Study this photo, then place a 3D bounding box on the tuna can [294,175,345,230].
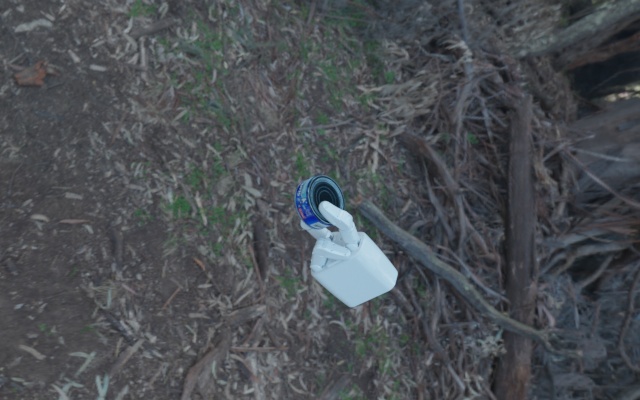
[{"bbox_3d":[0.000,0.002,0.781,0.086,0.086,0.034,0,-15,-45],"label":"tuna can"}]
